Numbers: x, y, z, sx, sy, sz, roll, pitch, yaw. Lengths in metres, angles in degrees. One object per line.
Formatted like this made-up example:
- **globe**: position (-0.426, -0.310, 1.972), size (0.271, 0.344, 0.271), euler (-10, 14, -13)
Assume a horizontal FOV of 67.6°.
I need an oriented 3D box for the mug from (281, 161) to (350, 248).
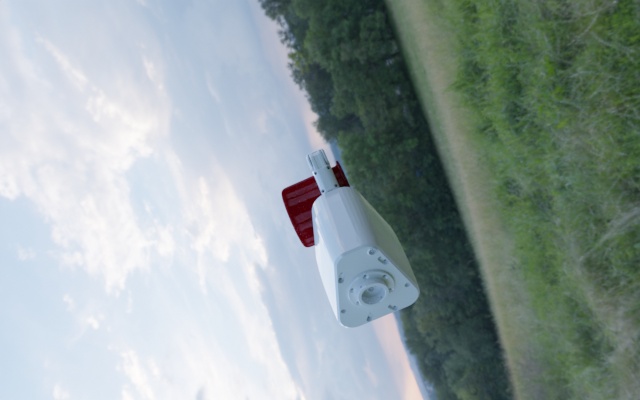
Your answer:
- **mug**: position (0.000, 0.001, 0.612), size (0.081, 0.093, 0.117), euler (-23, 33, 2)
